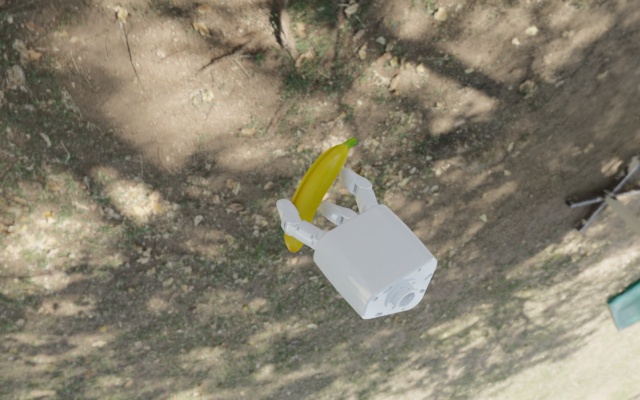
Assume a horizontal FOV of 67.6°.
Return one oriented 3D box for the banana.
[{"bbox_3d":[-0.010,-0.001,0.672,0.037,0.198,0.069,43,23,32],"label":"banana"}]
